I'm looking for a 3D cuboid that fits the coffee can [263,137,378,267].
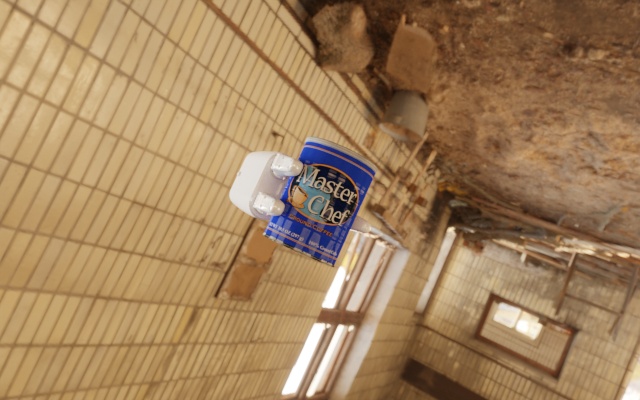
[{"bbox_3d":[0.000,0.002,0.624,0.103,0.140,0.103,24,-4,2],"label":"coffee can"}]
